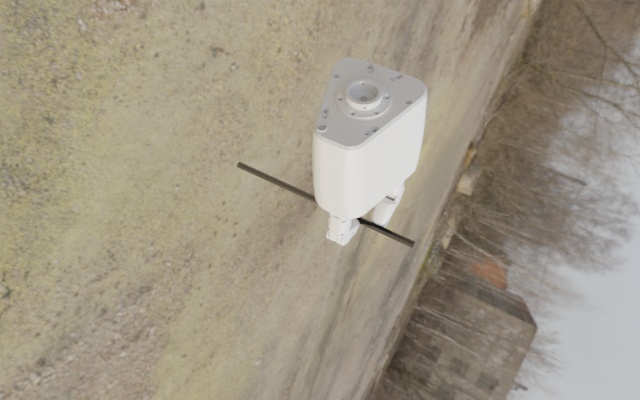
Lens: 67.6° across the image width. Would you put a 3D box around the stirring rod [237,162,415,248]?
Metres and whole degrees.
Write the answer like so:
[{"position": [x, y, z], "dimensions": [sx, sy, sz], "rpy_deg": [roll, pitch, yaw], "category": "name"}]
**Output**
[{"position": [0.000, 0.002, 0.572], "dimensions": [0.239, 0.011, 0.011], "rpy_deg": [25, 8, 18], "category": "stirring rod"}]
